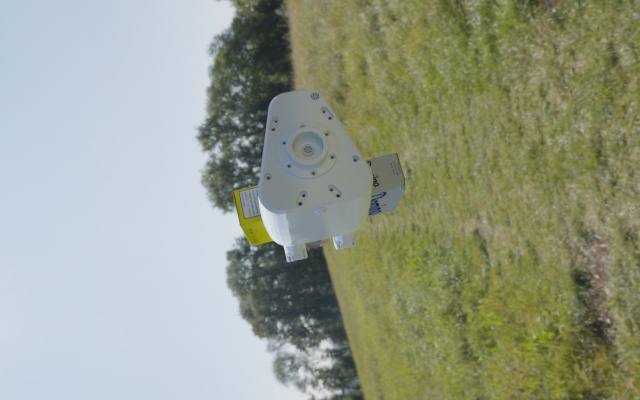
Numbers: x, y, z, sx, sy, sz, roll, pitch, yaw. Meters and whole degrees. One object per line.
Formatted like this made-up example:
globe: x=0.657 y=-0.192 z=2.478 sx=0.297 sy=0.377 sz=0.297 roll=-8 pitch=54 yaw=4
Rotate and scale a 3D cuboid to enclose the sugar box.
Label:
sugar box: x=0.000 y=0.002 z=0.527 sx=0.176 sy=0.048 sz=0.093 roll=-12 pitch=-18 yaw=-3
